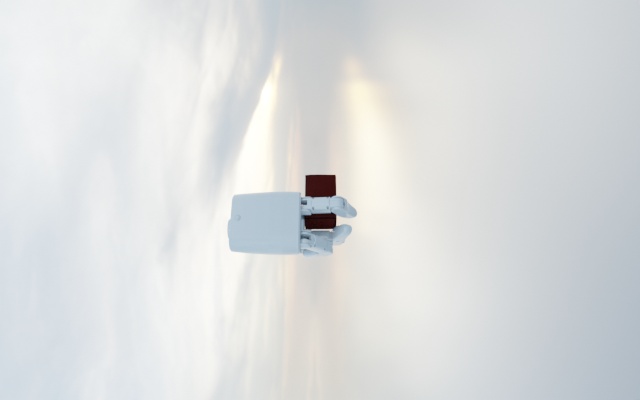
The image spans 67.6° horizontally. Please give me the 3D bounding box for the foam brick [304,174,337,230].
[{"bbox_3d":[0.000,0.002,0.772,0.051,0.078,0.053,0,-24,1],"label":"foam brick"}]
